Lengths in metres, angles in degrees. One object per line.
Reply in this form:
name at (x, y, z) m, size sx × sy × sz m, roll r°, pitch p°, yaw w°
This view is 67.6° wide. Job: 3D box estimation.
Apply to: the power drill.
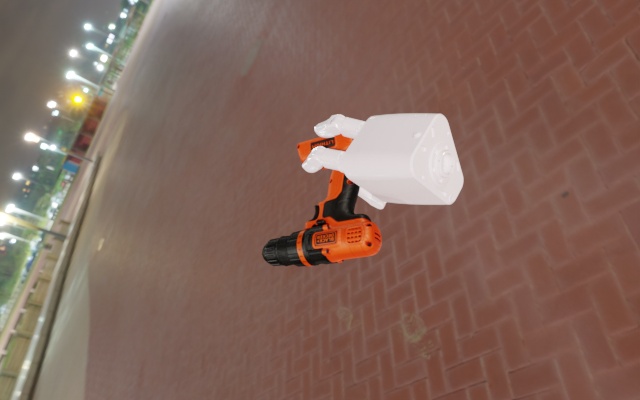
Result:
power drill at (0.000, 0.002, 0.690) m, size 0.184 × 0.187 × 0.057 m, roll -10°, pitch -25°, yaw 28°
